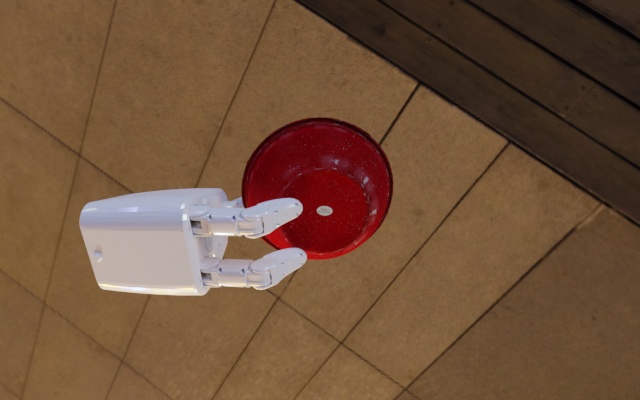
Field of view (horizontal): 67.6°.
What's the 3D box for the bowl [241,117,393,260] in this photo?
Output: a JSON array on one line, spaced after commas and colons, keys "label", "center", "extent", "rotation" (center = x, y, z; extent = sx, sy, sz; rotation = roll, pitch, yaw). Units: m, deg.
[{"label": "bowl", "center": [0.001, 0.001, 0.481], "extent": [0.162, 0.162, 0.055], "rotation": [0, 23, -6]}]
